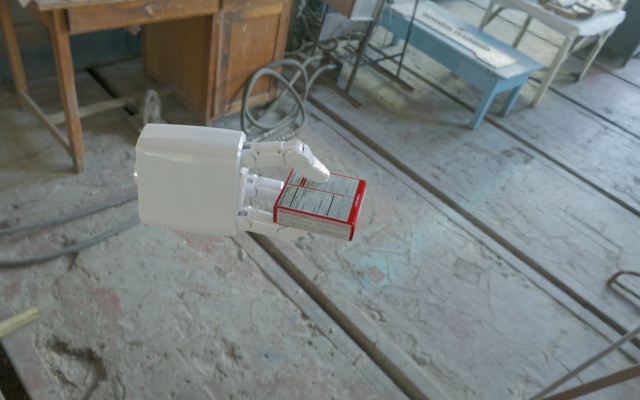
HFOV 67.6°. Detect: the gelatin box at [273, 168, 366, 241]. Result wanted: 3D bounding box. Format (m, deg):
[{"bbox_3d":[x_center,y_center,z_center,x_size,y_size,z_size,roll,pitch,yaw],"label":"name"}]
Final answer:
[{"bbox_3d":[0.000,0.001,0.526,0.089,0.030,0.073,12,43,8],"label":"gelatin box"}]
